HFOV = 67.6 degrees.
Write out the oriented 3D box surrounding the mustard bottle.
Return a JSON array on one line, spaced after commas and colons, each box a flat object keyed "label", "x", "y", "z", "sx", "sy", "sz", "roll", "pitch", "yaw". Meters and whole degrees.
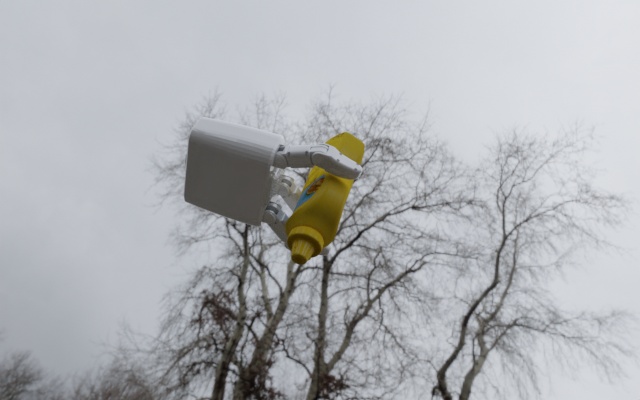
[{"label": "mustard bottle", "x": 0.000, "y": 0.002, "z": 0.588, "sx": 0.058, "sy": 0.191, "sz": 0.096, "roll": 34, "pitch": -47, "yaw": -11}]
